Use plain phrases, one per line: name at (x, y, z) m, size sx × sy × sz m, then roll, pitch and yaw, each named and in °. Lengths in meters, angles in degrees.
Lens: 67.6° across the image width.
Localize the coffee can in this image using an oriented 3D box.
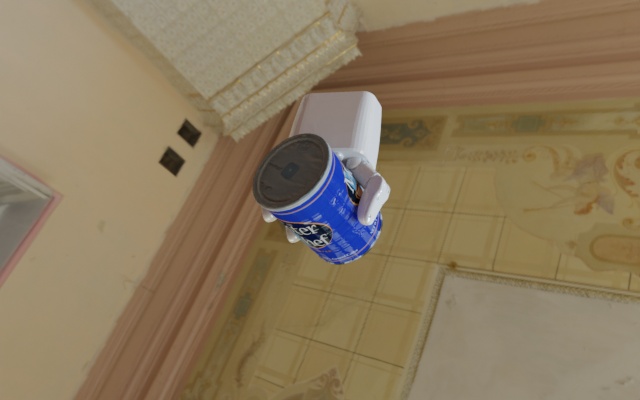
coffee can at (0.000, 0.002, 0.579) m, size 0.103 × 0.102 × 0.140 m, roll 0°, pitch -32°, yaw 36°
